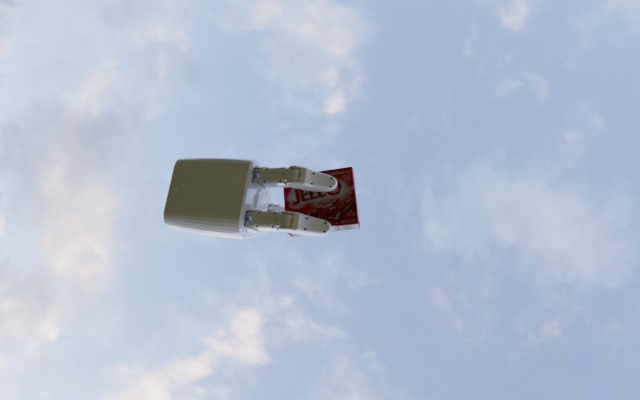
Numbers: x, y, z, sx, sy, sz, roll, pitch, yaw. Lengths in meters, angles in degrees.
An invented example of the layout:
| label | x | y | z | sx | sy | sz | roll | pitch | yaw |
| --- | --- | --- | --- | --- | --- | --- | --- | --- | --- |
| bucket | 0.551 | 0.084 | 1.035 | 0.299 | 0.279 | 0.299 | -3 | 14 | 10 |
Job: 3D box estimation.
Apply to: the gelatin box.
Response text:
| label | x | y | z | sx | sy | sz | roll | pitch | yaw |
| --- | --- | --- | --- | --- | --- | --- | --- | --- | --- |
| gelatin box | 0.000 | 0.002 | 0.585 | 0.089 | 0.073 | 0.030 | -7 | -18 | 5 |
